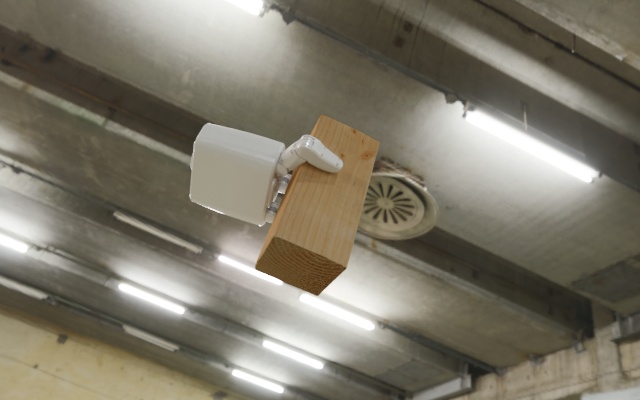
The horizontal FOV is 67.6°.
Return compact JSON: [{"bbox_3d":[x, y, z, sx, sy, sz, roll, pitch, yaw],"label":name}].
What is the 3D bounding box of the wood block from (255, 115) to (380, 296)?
[{"bbox_3d":[0.000,0.002,0.611,0.090,0.206,0.091,25,-38,-8],"label":"wood block"}]
